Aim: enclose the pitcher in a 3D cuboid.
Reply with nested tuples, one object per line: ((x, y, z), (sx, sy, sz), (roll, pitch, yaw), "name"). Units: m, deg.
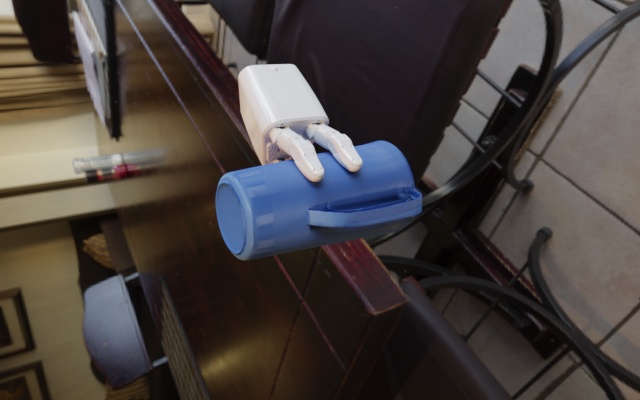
((0.000, 0.002, 0.618), (0.243, 0.145, 0.149), (-12, -25, -30), "pitcher")
